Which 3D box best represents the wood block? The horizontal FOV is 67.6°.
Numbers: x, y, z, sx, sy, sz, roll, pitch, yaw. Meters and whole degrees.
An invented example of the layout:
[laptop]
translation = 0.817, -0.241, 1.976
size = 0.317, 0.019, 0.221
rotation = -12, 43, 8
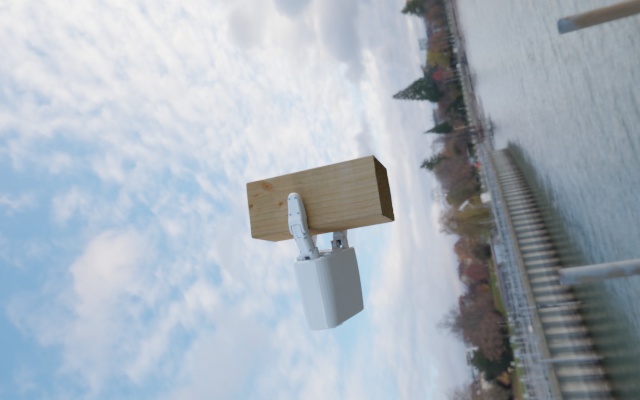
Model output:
[wood block]
translation = 0.000, 0.003, 0.740
size = 0.206, 0.090, 0.091
rotation = -11, -12, 18
